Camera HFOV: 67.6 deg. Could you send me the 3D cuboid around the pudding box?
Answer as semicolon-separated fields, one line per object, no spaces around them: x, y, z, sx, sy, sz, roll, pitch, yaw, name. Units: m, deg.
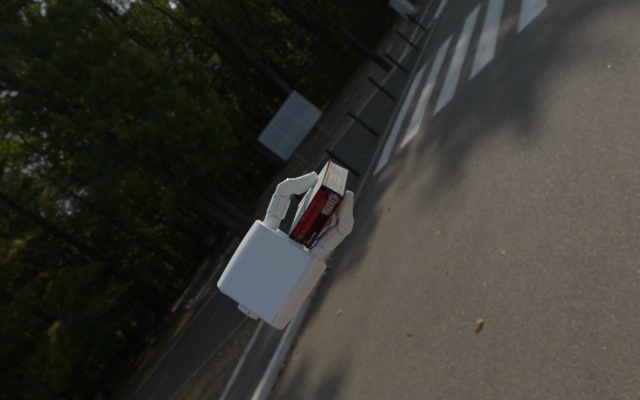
0.000;0.002;0.659;0.039;0.090;0.113;31;23;-8;pudding box
